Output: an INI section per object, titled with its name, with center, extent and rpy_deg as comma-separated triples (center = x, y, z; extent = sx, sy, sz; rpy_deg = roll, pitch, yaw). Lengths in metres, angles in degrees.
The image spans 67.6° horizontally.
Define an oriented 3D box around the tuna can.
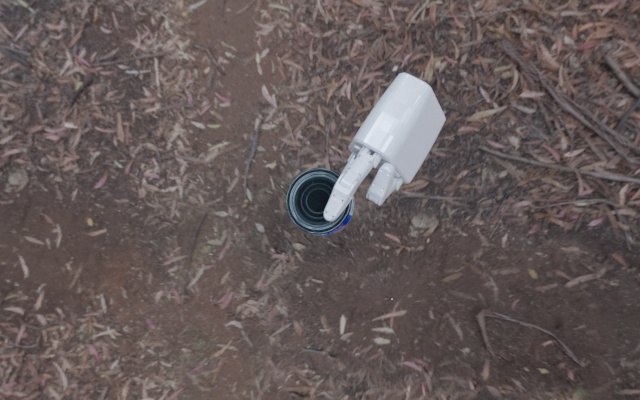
[tuna can]
center = 0.000, 0.002, 0.610
extent = 0.086, 0.086, 0.034
rpy_deg = 0, -7, 11
